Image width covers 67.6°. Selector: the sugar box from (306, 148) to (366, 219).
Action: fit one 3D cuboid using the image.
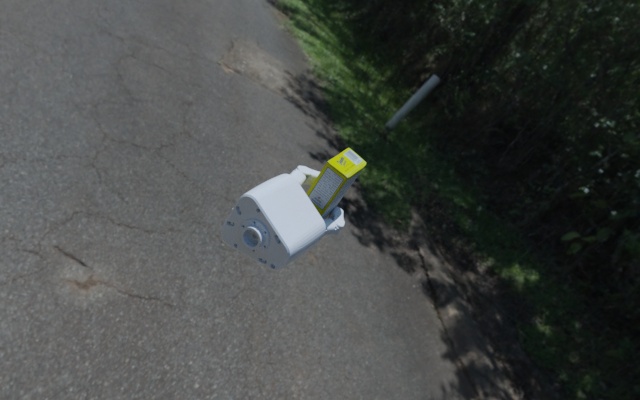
[{"bbox_3d":[0.000,0.002,0.775,0.048,0.176,0.093,41,30,7],"label":"sugar box"}]
